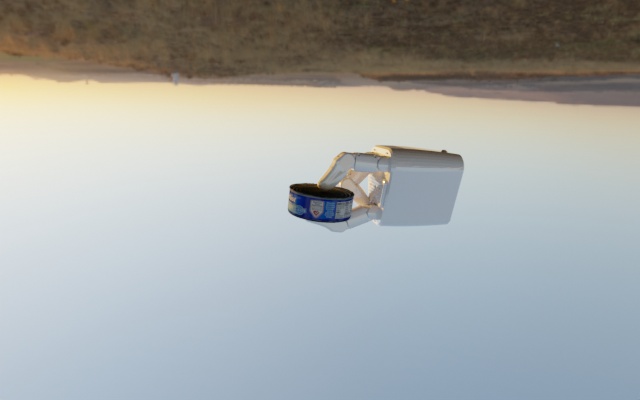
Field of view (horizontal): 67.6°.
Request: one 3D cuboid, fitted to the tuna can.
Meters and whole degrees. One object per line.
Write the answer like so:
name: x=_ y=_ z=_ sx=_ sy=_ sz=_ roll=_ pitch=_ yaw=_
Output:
tuna can: x=0.000 y=0.003 z=0.625 sx=0.086 sy=0.034 sz=0.086 roll=7 pitch=13 yaw=-1
